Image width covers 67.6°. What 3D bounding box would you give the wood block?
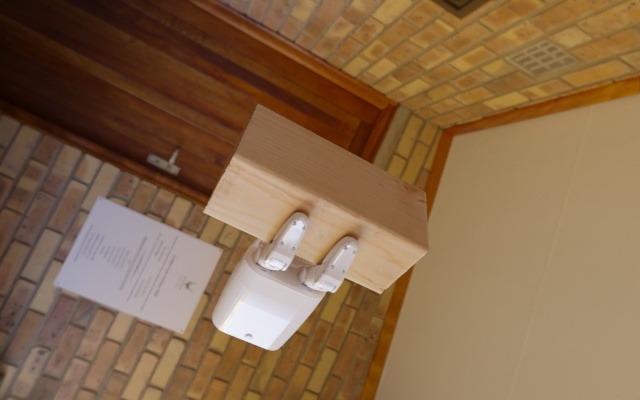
[{"bbox_3d":[0.000,0.002,0.496,0.206,0.090,0.090,26,-50,-14],"label":"wood block"}]
